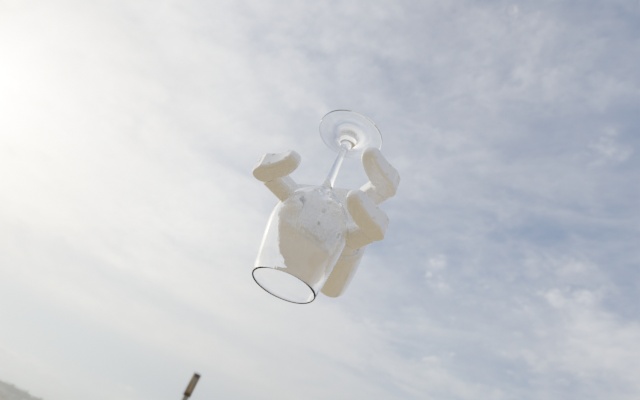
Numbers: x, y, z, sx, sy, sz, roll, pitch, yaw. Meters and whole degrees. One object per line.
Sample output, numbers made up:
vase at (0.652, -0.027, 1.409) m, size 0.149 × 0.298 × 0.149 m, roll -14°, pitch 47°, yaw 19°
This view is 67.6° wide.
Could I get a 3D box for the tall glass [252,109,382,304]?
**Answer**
tall glass at (0.000, 0.001, 0.481) m, size 0.079 × 0.201 × 0.079 m, roll 16°, pitch -35°, yaw 12°
